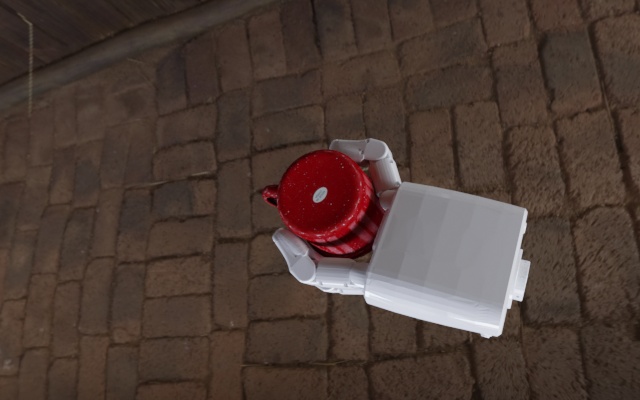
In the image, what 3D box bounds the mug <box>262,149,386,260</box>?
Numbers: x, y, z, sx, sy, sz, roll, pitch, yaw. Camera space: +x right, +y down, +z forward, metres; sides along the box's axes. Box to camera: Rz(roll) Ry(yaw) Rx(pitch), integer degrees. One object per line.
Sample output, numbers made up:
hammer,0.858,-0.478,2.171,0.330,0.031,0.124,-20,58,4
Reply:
mug,-0.001,0.001,0.447,0.117,0.093,0.081,11,-12,22
